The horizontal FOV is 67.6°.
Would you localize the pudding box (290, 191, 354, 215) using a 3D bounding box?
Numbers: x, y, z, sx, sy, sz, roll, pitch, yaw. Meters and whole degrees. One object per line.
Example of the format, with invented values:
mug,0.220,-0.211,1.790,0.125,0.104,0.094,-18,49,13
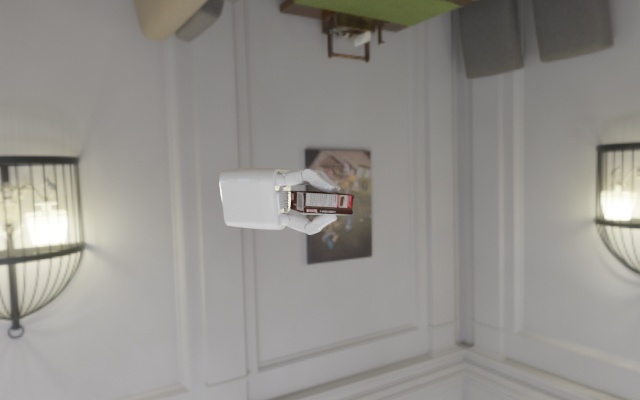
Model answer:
pudding box,0.000,0.003,0.841,0.090,0.039,0.113,2,4,-14
